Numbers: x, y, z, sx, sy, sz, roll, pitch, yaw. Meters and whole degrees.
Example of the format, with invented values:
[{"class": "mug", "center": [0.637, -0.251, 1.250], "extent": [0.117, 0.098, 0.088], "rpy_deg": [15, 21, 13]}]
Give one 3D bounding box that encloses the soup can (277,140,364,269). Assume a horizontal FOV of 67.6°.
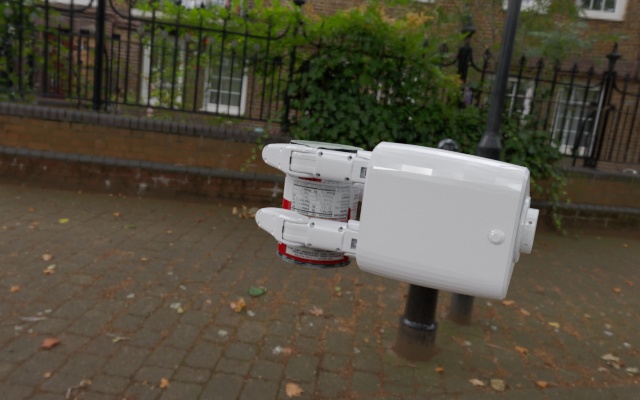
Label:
[{"class": "soup can", "center": [0.000, 0.001, 0.424], "extent": [0.068, 0.102, 0.068], "rpy_deg": [7, 10, -1]}]
